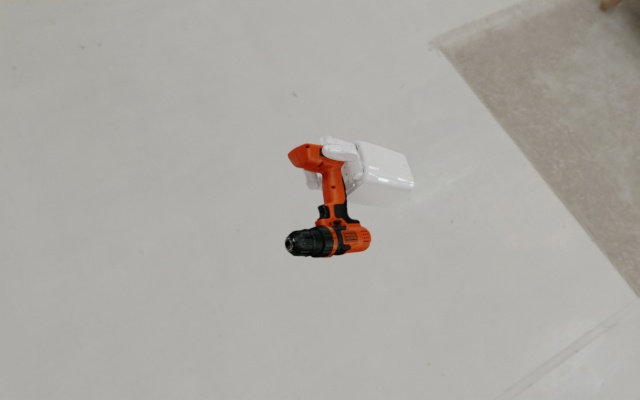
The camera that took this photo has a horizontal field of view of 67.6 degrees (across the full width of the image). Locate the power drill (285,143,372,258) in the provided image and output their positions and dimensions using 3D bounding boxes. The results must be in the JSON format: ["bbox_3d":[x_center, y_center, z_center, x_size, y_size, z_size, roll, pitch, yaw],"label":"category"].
[{"bbox_3d":[0.000,0.002,0.793,0.057,0.187,0.184,-21,-15,39],"label":"power drill"}]
